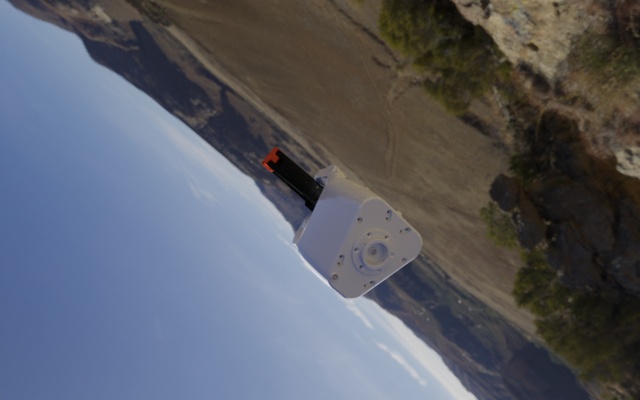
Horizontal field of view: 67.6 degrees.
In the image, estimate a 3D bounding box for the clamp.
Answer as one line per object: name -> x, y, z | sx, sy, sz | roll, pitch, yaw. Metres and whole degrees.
clamp -> -0.001, 0.003, 0.667 | 0.210, 0.036, 0.164 | 41, -5, -21
